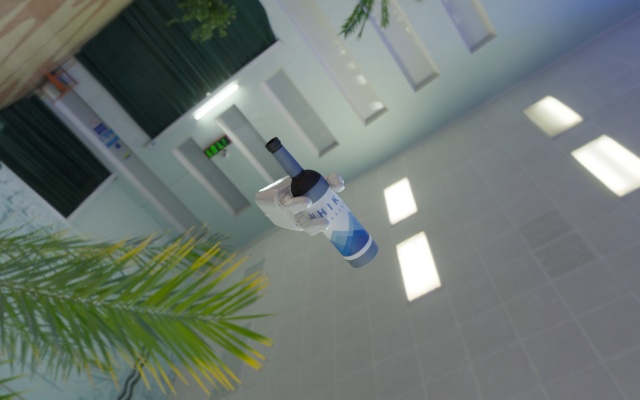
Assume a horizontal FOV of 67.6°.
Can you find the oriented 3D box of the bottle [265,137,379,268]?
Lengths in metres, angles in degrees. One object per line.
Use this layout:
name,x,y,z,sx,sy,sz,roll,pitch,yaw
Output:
bottle,0.000,0.003,0.886,0.069,0.296,0.069,-33,23,16
